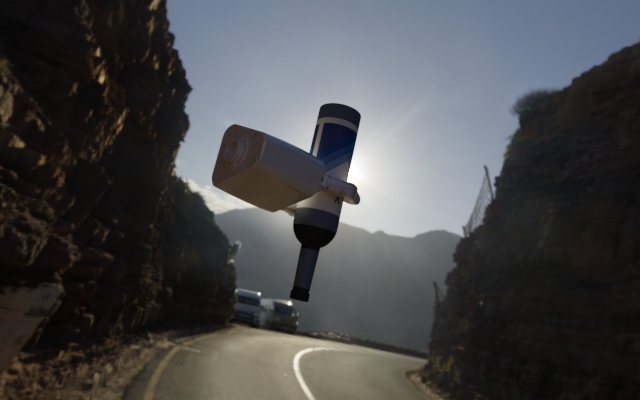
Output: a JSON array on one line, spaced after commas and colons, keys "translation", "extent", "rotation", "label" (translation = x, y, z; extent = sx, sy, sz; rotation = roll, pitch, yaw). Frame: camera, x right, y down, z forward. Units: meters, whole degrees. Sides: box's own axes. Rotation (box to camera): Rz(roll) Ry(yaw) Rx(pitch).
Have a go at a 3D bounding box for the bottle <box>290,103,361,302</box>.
[{"translation": [0.000, 0.002, 0.713], "extent": [0.069, 0.295, 0.069], "rotation": [12, -13, 3], "label": "bottle"}]
